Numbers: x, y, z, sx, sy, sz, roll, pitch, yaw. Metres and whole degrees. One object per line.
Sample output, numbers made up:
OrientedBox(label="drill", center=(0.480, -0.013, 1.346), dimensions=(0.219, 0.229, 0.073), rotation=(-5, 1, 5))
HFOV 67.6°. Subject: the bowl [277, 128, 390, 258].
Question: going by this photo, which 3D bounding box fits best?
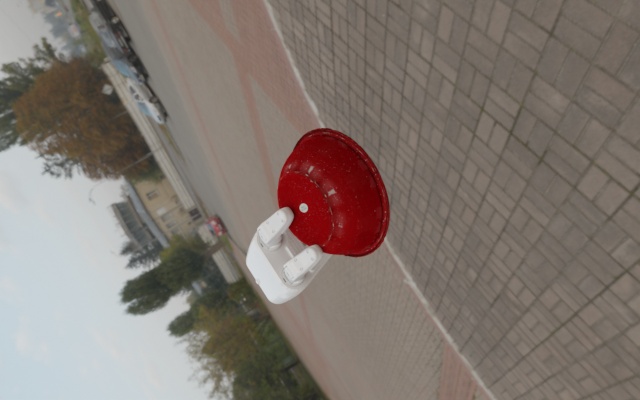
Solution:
OrientedBox(label="bowl", center=(0.000, 0.001, 0.549), dimensions=(0.055, 0.162, 0.162), rotation=(-26, 17, -38))
